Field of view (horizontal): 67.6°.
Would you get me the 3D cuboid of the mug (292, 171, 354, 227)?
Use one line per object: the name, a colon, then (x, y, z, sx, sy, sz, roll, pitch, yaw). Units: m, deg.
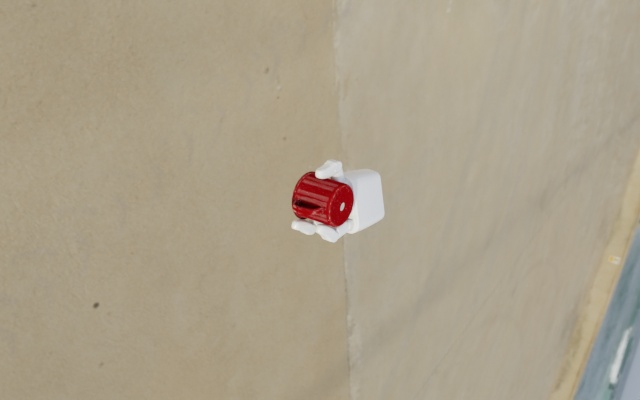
mug: (-0.001, 0.003, 0.865, 0.081, 0.093, 0.117, 17, 23, 35)
